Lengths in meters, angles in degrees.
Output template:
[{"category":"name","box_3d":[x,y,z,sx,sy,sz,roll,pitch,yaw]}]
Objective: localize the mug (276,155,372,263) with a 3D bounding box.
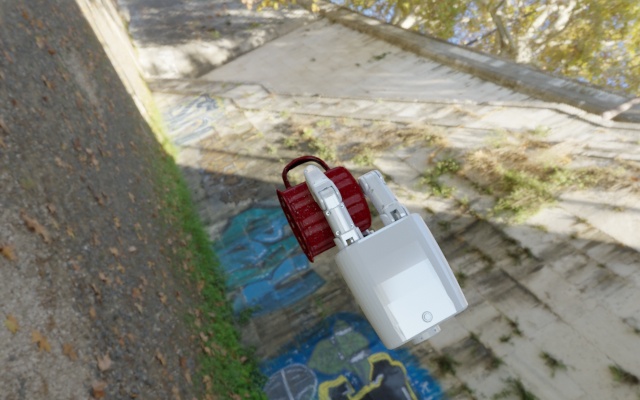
[{"category":"mug","box_3d":[0.000,0.000,0.550,0.081,0.117,0.093,-26,-12,-9]}]
